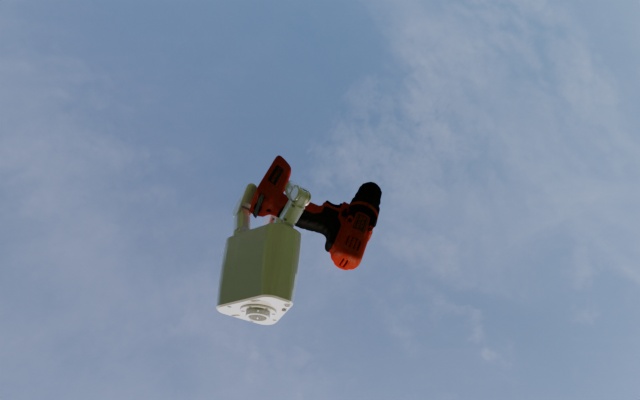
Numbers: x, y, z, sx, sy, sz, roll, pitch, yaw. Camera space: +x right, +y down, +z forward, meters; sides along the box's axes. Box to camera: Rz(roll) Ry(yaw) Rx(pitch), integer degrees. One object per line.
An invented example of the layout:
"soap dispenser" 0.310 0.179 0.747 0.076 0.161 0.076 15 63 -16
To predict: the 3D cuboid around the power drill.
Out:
"power drill" 0.000 0.002 0.739 0.187 0.057 0.184 25 42 1
